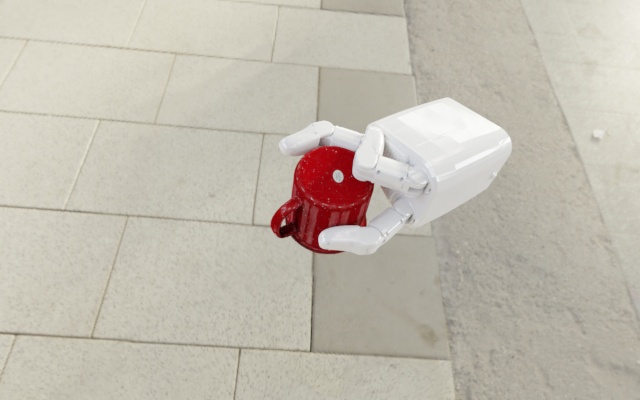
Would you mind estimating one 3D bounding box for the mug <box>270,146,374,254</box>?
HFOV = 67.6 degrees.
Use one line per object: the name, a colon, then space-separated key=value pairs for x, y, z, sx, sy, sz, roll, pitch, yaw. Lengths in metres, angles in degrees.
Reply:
mug: x=-0.001 y=0.002 z=0.497 sx=0.117 sy=0.093 sz=0.082 roll=-24 pitch=-28 yaw=-21
